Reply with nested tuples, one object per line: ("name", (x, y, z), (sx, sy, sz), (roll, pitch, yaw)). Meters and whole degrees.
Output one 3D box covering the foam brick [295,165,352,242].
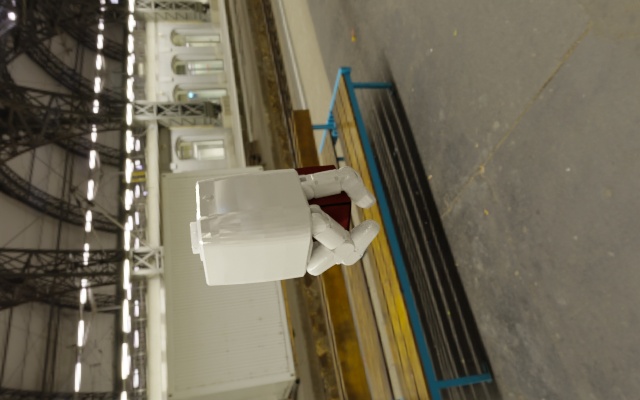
("foam brick", (0.000, 0.002, 0.552), (0.051, 0.053, 0.078), (-7, 38, -12))
